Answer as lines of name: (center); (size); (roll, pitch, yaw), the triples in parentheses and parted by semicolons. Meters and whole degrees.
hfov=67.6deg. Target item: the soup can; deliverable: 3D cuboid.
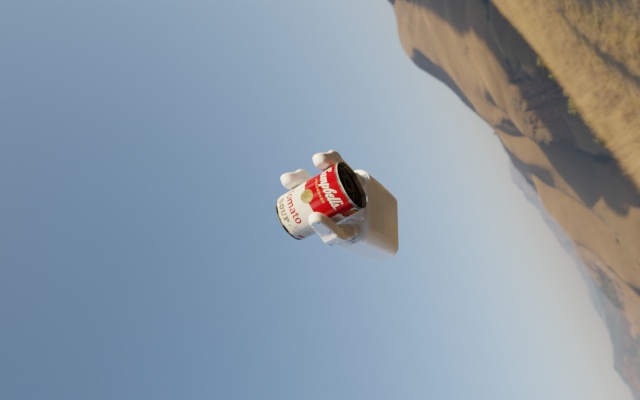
soup can: (0.000, 0.002, 0.633); (0.102, 0.068, 0.068); (-29, -13, 24)
